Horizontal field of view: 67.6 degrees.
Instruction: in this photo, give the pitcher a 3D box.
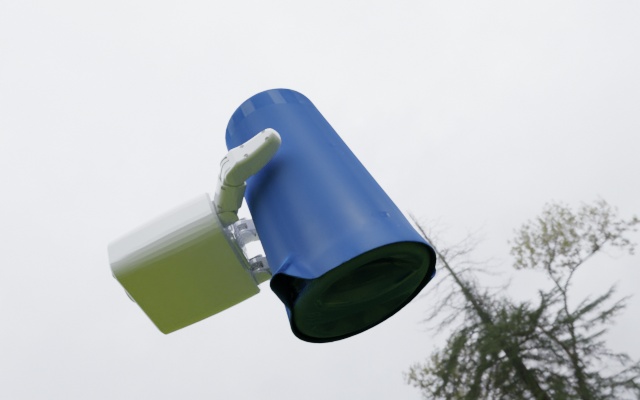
[{"bbox_3d":[0.000,0.002,0.464,0.145,0.242,0.149,-27,-38,-3],"label":"pitcher"}]
